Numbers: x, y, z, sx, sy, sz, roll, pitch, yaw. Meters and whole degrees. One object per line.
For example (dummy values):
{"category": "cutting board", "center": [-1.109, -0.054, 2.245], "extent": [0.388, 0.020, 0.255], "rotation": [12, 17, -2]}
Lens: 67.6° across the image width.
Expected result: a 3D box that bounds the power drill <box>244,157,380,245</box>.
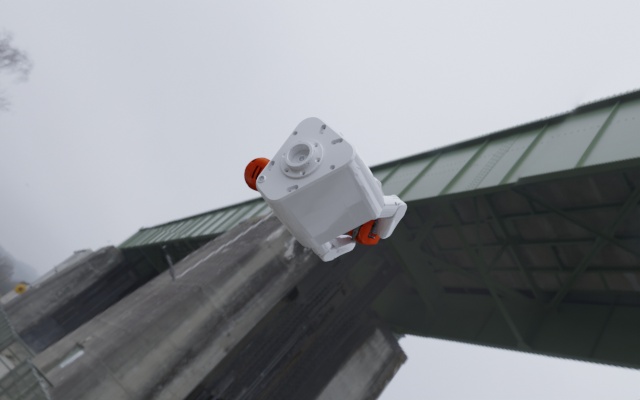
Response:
{"category": "power drill", "center": [0.000, 0.002, 0.681], "extent": [0.187, 0.057, 0.184], "rotation": [23, 2, 17]}
